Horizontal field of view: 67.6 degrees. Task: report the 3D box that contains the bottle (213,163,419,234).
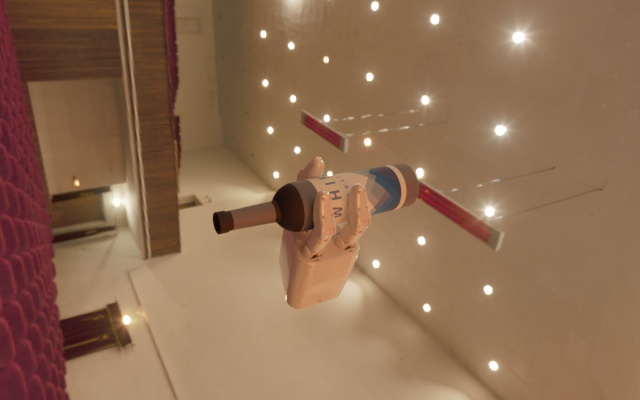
[{"bbox_3d":[0.000,0.002,0.645,0.295,0.069,0.069,-12,6,-30],"label":"bottle"}]
